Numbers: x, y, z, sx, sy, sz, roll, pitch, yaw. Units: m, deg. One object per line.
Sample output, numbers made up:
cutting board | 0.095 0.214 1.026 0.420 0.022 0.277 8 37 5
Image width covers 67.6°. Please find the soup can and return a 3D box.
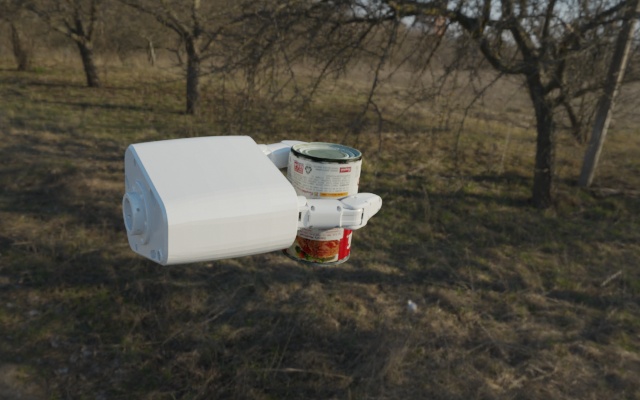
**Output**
soup can | 0.001 0.001 0.453 0.068 0.102 0.068 6 19 -2
